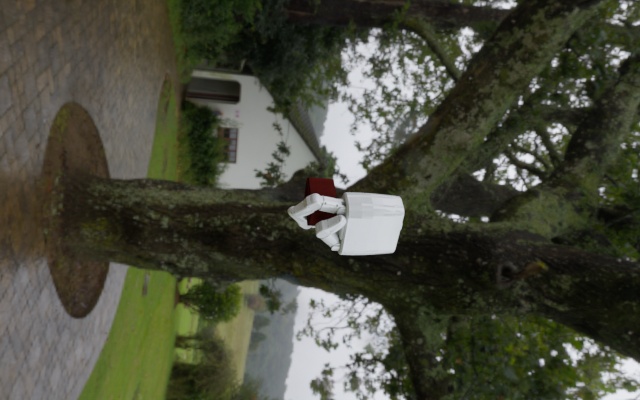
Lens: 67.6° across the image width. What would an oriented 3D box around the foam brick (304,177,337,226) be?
[{"bbox_3d":[0.000,0.003,0.888,0.051,0.078,0.053,1,-41,-10],"label":"foam brick"}]
